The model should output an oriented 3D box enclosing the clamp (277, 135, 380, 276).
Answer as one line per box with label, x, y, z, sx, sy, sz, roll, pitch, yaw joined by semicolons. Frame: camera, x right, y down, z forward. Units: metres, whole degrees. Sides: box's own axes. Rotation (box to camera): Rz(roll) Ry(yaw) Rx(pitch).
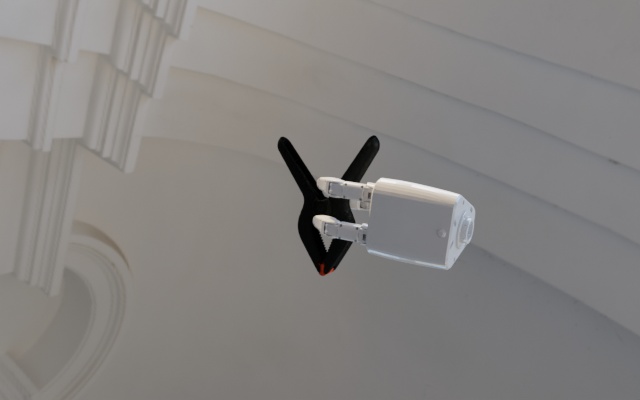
clamp;0.001;0.003;0.697;0.164;0.210;0.036;12;13;31
